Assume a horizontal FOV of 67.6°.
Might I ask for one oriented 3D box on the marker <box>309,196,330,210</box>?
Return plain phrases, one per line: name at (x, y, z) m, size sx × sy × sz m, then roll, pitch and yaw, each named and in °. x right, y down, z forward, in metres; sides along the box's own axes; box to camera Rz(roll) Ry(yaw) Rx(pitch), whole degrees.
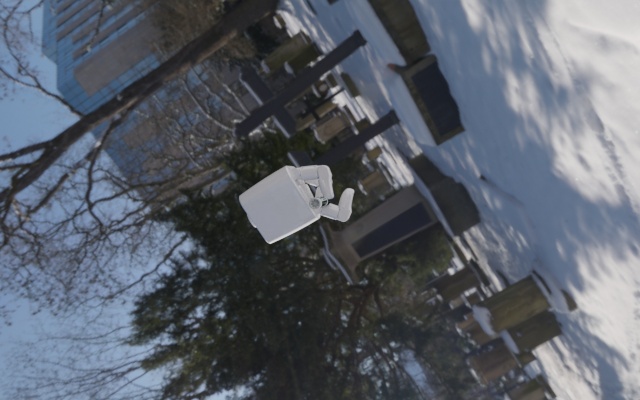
marker at (0.000, 0.003, 0.804) m, size 0.020 × 0.020 × 0.121 m, roll 0°, pitch 2°, yaw 9°
